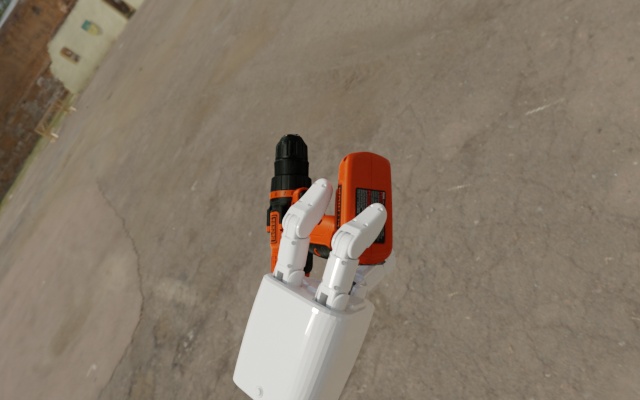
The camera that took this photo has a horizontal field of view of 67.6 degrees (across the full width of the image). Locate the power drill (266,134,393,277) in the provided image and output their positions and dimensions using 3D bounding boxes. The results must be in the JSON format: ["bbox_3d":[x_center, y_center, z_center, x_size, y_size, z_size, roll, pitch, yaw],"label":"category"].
[{"bbox_3d":[0.000,0.002,0.520,0.057,0.184,0.187,3,-8,-29],"label":"power drill"}]
